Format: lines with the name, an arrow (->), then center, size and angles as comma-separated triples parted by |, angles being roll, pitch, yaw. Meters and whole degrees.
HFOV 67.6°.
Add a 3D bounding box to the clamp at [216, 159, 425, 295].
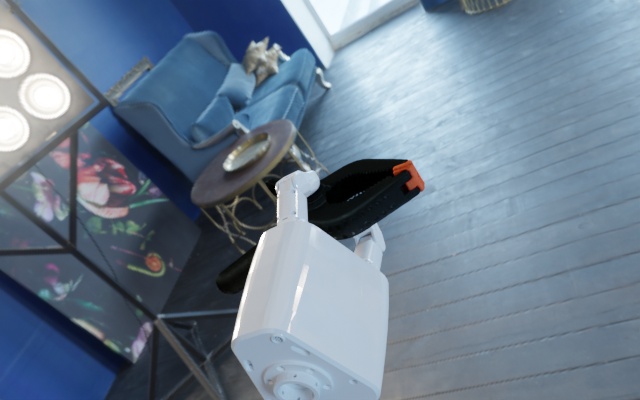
clamp -> 0.000, 0.001, 0.471 | 0.210, 0.036, 0.164 | -23, 31, 25
